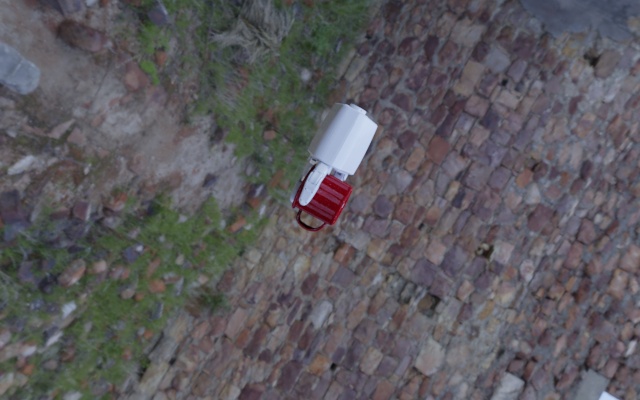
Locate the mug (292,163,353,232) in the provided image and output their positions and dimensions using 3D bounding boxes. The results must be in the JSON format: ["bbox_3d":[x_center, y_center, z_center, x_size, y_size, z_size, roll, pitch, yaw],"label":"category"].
[{"bbox_3d":[0.000,0.004,0.867,0.081,0.117,0.093,29,9,5],"label":"mug"}]
